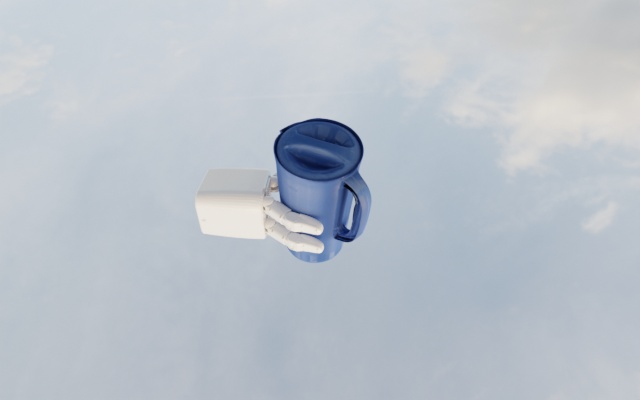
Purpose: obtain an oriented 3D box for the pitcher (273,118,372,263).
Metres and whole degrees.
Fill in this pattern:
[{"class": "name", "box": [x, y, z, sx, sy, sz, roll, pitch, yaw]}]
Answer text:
[{"class": "pitcher", "box": [0.000, 0.002, 0.779, 0.145, 0.149, 0.243, 2, -40, 0]}]
